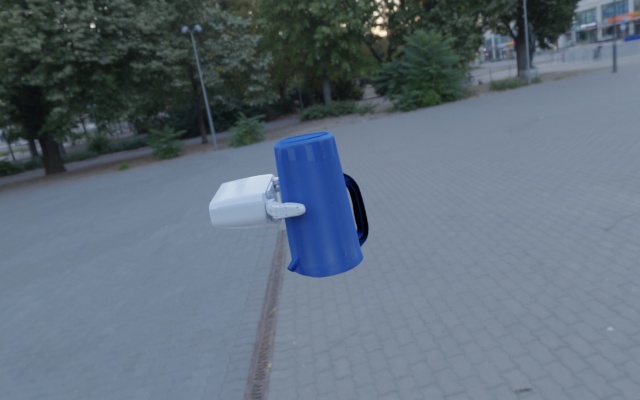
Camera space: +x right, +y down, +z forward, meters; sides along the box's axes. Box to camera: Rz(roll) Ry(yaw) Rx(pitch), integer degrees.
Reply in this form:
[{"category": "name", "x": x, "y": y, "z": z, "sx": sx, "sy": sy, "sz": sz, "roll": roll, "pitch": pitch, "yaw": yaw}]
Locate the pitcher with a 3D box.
[{"category": "pitcher", "x": 0.000, "y": 0.003, "z": 0.860, "sx": 0.145, "sy": 0.243, "sz": 0.149, "roll": -8, "pitch": 13, "yaw": 11}]
